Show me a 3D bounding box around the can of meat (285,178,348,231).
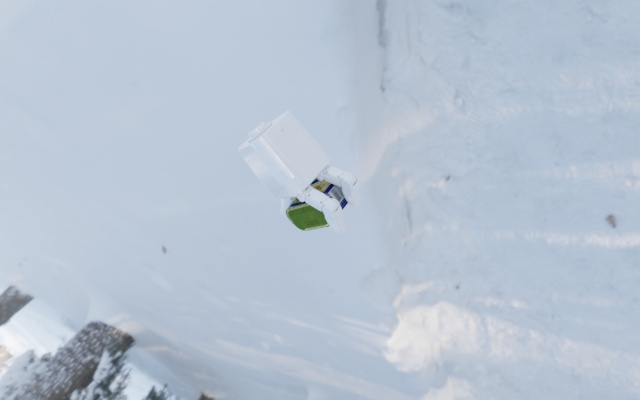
[{"bbox_3d":[0.000,0.003,0.807,0.102,0.057,0.084,-16,27,50],"label":"can of meat"}]
